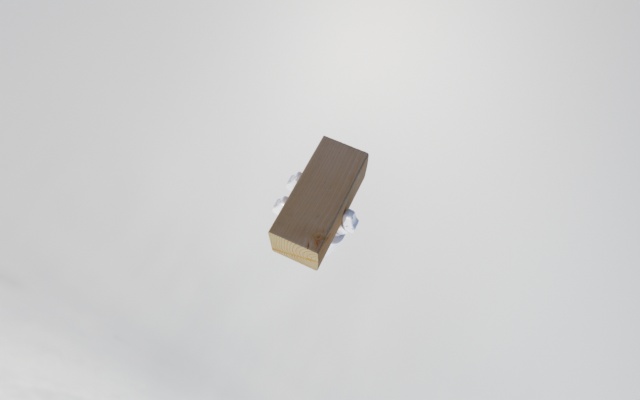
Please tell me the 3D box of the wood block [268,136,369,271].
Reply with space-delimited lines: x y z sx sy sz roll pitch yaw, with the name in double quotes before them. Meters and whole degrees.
"wood block" 0.000 0.003 0.831 0.091 0.206 0.090 23 -24 10
